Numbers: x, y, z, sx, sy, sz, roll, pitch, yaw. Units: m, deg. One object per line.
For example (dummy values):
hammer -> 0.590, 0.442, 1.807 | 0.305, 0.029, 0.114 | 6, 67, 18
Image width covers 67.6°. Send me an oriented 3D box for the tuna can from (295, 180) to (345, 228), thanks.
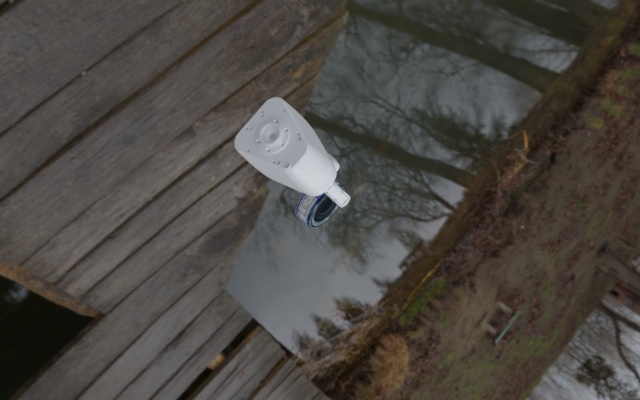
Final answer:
tuna can -> 0.001, 0.003, 0.777 | 0.033, 0.086, 0.086 | 39, 17, 23
